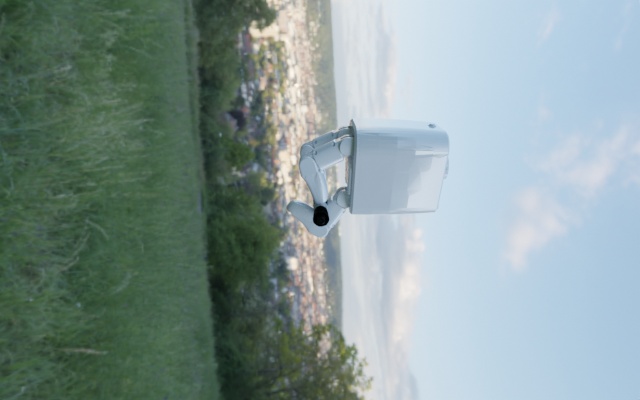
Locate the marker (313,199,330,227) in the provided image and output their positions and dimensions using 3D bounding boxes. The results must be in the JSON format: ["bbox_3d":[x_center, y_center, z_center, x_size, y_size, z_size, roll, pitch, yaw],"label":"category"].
[{"bbox_3d":[0.000,0.002,0.584,0.020,0.020,0.121,0,20,-1],"label":"marker"}]
